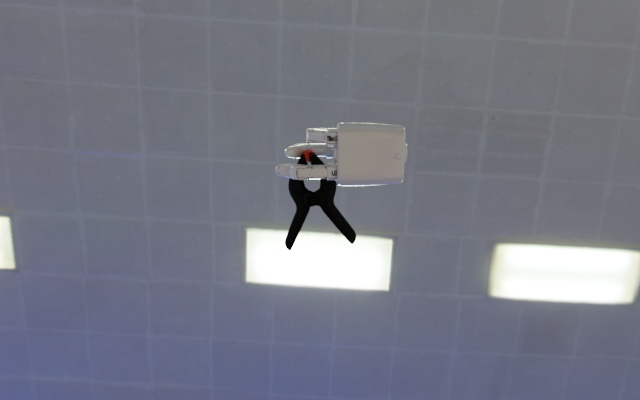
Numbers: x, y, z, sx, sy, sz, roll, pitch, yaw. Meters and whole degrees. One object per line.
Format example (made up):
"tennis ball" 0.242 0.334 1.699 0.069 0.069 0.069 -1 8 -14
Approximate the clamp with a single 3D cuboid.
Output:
"clamp" 0.000 0.002 0.792 0.120 0.171 0.039 0 13 -1
